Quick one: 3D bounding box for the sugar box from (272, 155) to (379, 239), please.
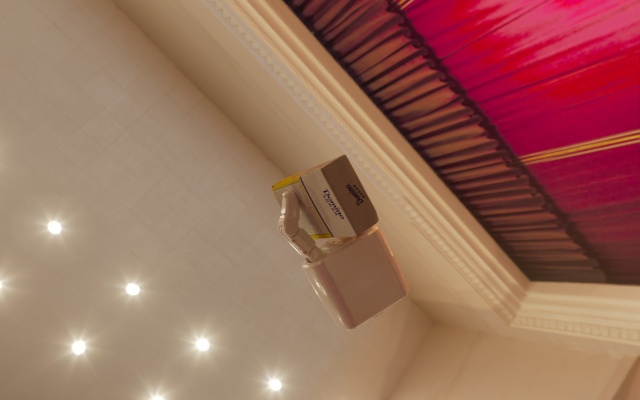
[{"bbox_3d":[0.001,0.002,0.634,0.048,0.093,0.176,-33,9,-27],"label":"sugar box"}]
